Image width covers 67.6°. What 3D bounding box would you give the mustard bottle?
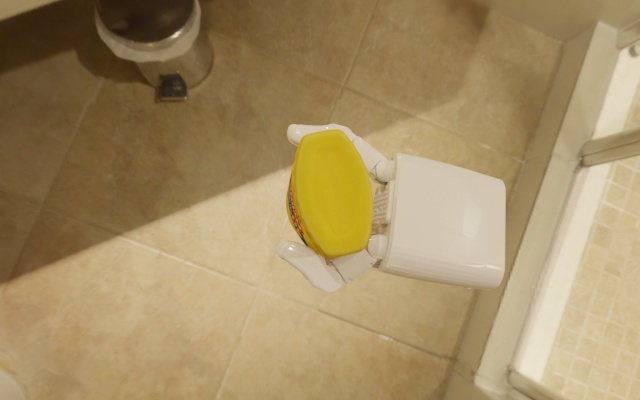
[{"bbox_3d":[0.000,0.001,0.442,0.058,0.096,0.191,-13,-3,-7],"label":"mustard bottle"}]
